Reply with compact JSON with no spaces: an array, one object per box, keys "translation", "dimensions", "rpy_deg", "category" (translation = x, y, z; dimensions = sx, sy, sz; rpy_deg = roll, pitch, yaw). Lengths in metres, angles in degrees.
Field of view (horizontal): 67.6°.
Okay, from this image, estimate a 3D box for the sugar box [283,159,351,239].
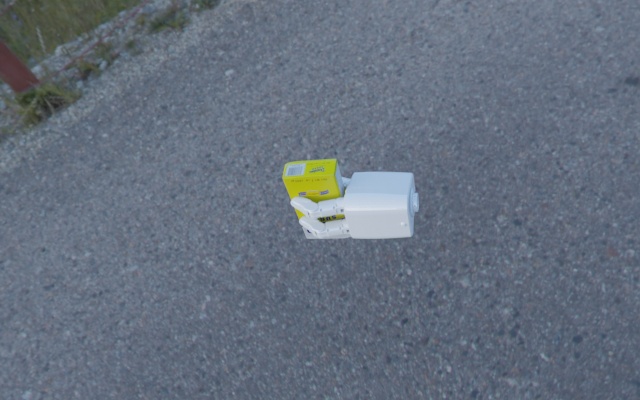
[{"translation":[0.000,0.003,0.863],"dimensions":[0.093,0.048,0.176],"rpy_deg":[-3,-43,15],"category":"sugar box"}]
